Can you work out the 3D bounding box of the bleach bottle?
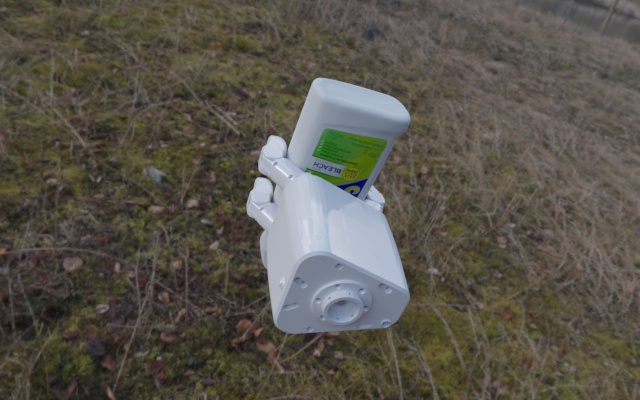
[{"bbox_3d":[0.000,0.002,0.518,0.102,0.251,0.068,11,32,-16],"label":"bleach bottle"}]
